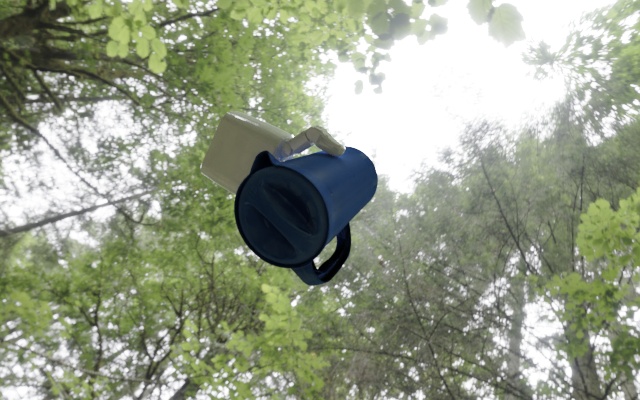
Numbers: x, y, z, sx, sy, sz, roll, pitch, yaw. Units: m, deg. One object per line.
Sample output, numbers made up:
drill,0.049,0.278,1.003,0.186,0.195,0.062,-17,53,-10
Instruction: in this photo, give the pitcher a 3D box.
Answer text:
pitcher,0.000,0.002,0.685,0.145,0.149,0.242,27,25,16
